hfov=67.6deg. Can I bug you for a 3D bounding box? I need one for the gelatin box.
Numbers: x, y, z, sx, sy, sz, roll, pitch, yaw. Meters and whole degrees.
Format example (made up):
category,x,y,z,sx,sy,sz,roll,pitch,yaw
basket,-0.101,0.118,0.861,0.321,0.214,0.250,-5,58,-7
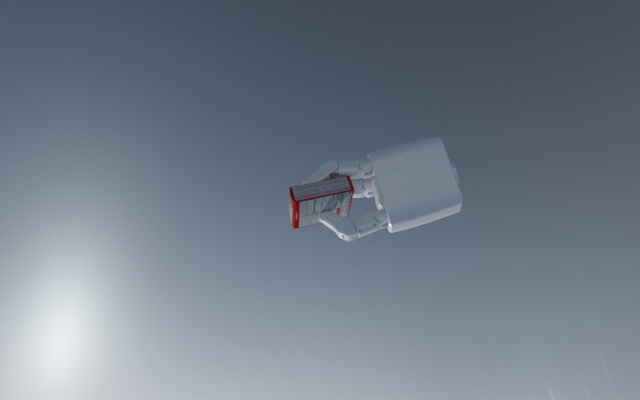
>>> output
category,x,y,z,sx,sy,sz,roll,pitch,yaw
gelatin box,0.000,0.003,0.688,0.089,0.030,0.073,-13,-31,-12
